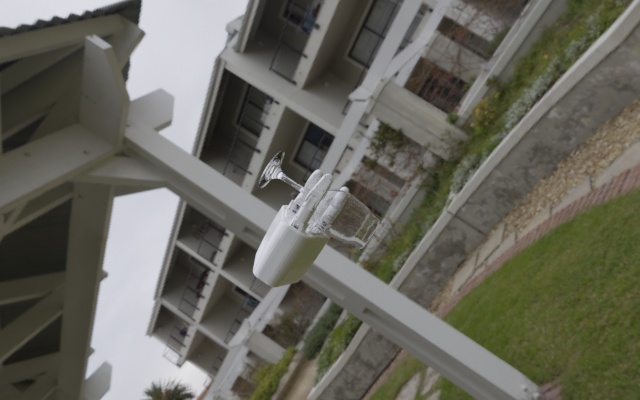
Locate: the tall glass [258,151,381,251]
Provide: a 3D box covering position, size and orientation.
[{"bbox_3d":[0.000,0.002,0.789,0.201,0.079,0.079,33,3,5],"label":"tall glass"}]
